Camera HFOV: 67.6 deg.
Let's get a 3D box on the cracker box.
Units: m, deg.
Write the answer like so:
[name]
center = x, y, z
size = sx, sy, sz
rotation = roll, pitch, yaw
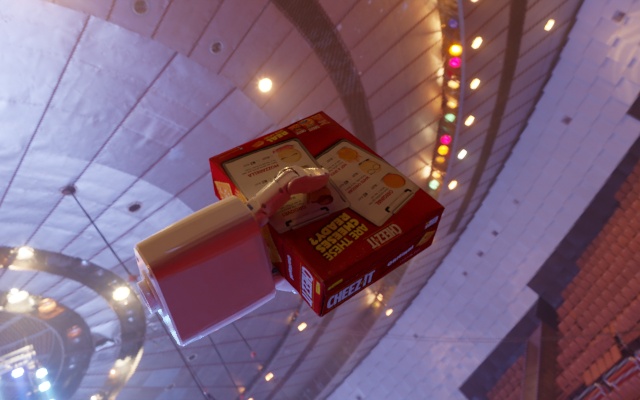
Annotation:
[cracker box]
center = 0.000, 0.002, 0.536
size = 0.164, 0.072, 0.213
rotation = -28, 53, -26
